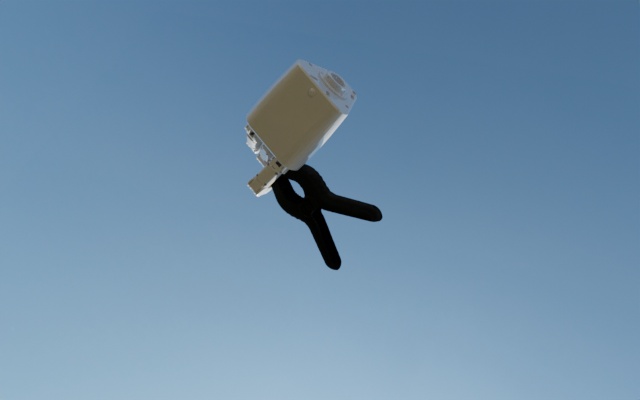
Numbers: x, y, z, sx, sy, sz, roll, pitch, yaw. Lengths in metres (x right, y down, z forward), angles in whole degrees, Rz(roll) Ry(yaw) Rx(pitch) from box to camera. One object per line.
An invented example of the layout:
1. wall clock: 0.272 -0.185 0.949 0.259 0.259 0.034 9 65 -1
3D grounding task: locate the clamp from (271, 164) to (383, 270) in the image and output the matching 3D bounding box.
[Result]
1. clamp: 0.000 0.002 0.642 0.120 0.171 0.039 -43 -3 30
